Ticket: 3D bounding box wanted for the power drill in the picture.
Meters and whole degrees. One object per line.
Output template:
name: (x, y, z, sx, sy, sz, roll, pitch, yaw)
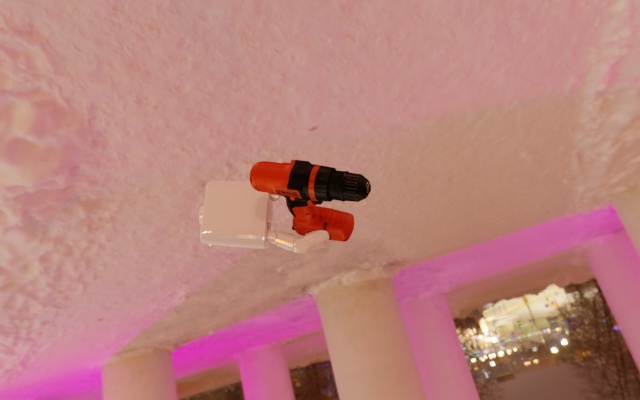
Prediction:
power drill: (0.000, 0.003, 0.752, 0.184, 0.057, 0.188, 9, -25, 20)
